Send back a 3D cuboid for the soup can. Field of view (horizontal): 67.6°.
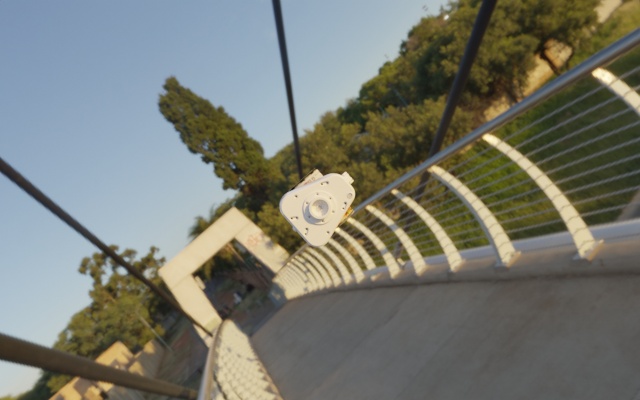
[{"bbox_3d":[0.000,0.002,0.835,0.068,0.102,0.068,-41,2,2],"label":"soup can"}]
